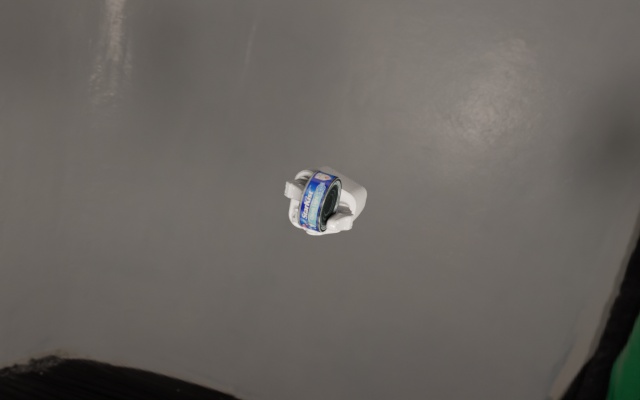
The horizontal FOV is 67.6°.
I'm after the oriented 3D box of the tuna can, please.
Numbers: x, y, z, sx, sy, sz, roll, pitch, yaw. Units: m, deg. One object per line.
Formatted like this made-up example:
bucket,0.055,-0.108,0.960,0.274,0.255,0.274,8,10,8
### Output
tuna can,0.001,0.002,0.686,0.034,0.086,0.086,18,5,17
